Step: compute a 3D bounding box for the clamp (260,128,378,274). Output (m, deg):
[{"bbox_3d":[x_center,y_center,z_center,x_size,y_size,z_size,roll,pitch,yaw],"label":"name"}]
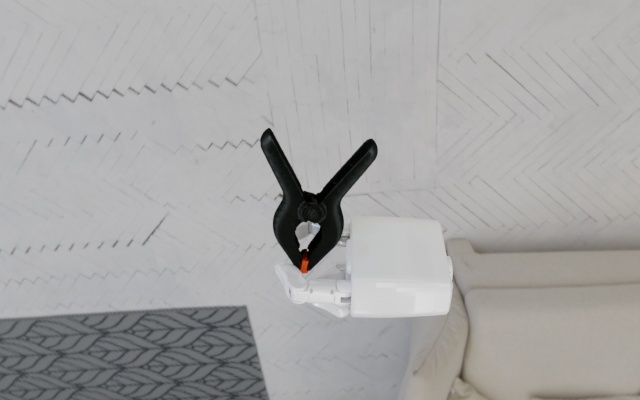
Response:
[{"bbox_3d":[0.000,0.002,0.519,0.120,0.172,0.039,0,30,2],"label":"clamp"}]
